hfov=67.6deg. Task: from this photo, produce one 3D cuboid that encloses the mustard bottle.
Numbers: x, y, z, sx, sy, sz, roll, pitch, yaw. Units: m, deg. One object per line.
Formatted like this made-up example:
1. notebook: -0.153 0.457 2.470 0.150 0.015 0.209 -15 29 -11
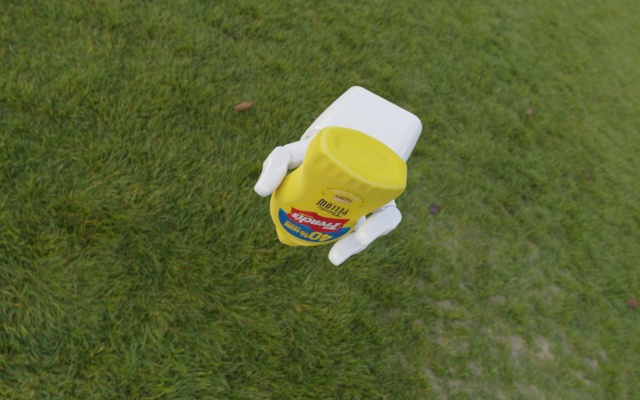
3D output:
1. mustard bottle: 0.000 0.002 0.509 0.096 0.058 0.192 21 -35 -19
